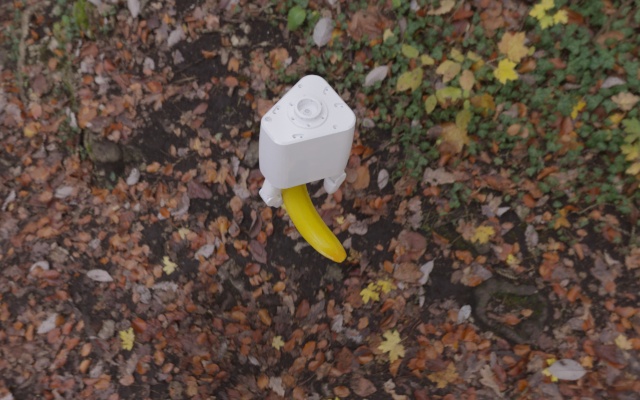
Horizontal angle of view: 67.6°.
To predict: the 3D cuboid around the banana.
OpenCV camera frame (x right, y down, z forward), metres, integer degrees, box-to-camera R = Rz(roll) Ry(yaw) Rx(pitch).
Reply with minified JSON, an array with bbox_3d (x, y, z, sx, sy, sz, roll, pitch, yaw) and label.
[{"bbox_3d":[-0.019,0.002,0.700,0.069,0.197,0.037,-10,-26,-13],"label":"banana"}]
